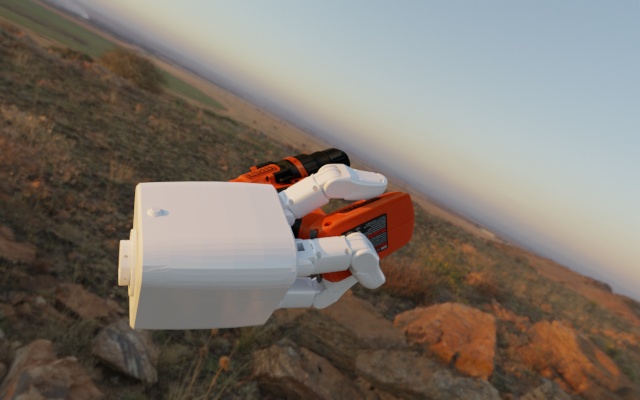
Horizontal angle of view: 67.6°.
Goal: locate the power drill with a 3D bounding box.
[{"bbox_3d":[0.000,0.002,0.477,0.184,0.057,0.187,-25,29,-30],"label":"power drill"}]
